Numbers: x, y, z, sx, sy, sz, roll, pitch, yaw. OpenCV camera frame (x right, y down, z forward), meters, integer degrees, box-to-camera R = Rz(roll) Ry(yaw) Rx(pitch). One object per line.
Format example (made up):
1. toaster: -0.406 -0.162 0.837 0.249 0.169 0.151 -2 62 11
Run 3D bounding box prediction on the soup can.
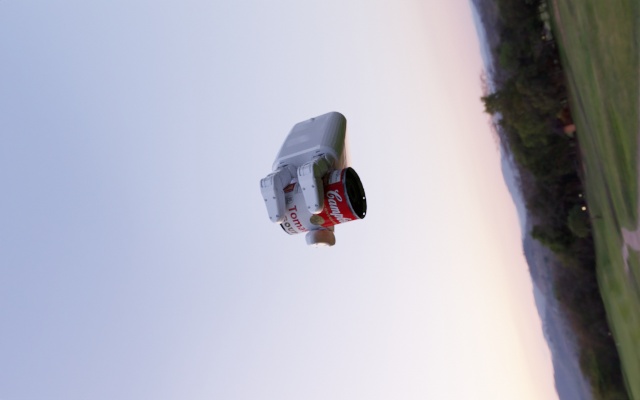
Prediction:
1. soup can: 0.000 0.002 0.614 0.102 0.068 0.068 -15 -6 23
